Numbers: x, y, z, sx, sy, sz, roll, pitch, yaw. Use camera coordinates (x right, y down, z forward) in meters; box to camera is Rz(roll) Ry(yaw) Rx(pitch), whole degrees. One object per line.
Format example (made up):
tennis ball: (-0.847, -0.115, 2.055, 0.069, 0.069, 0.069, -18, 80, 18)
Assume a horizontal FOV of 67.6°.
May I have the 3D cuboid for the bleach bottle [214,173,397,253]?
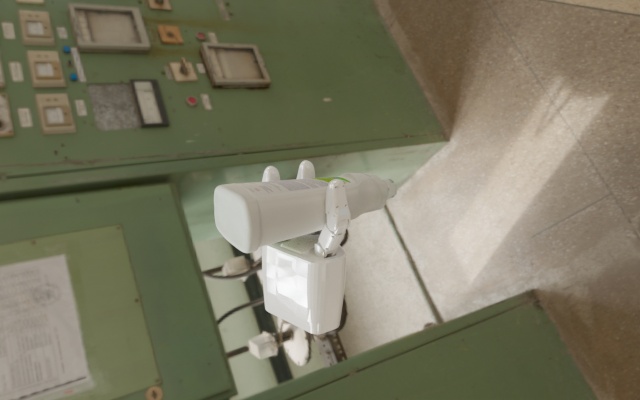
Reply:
bleach bottle: (0.000, 0.002, 0.607, 0.251, 0.068, 0.102, -9, 20, -33)
